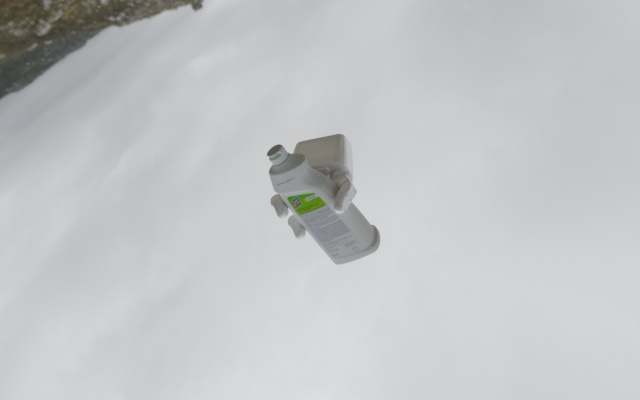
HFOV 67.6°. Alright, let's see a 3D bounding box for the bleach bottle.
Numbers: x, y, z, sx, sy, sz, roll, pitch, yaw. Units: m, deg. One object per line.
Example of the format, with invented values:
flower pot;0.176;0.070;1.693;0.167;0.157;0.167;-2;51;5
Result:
bleach bottle;0.000;0.003;0.810;0.102;0.251;0.068;-24;34;22
